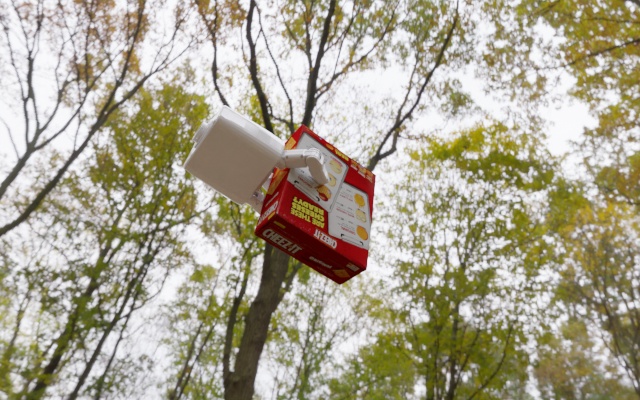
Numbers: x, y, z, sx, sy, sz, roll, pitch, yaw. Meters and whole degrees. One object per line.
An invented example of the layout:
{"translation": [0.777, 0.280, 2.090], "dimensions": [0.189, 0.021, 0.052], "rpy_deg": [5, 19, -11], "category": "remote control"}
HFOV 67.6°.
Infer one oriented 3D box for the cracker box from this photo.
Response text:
{"translation": [0.000, 0.002, 0.757], "dimensions": [0.164, 0.213, 0.072], "rpy_deg": [33, -49, -19], "category": "cracker box"}
